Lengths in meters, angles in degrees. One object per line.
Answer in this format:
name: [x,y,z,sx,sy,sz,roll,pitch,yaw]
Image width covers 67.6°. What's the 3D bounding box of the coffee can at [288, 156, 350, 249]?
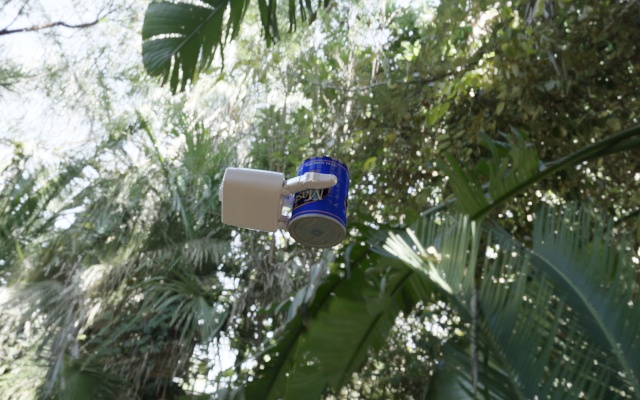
coffee can: [0.000,0.003,0.883,0.103,0.140,0.103,5,-37,3]
